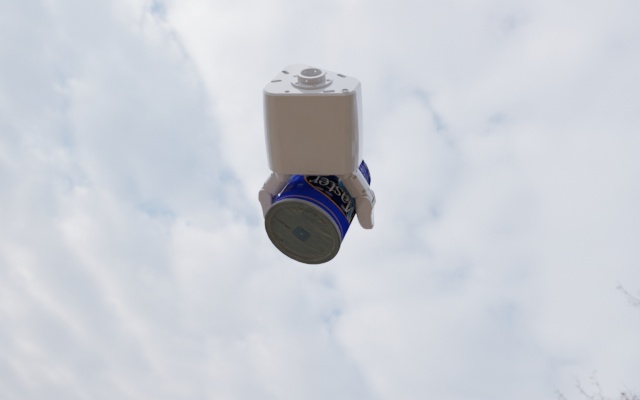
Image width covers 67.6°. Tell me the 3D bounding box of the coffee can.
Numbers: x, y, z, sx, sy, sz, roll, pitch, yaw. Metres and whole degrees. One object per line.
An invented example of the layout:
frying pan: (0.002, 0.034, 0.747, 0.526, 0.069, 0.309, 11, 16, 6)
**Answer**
coffee can: (0.000, 0.002, 0.645, 0.103, 0.103, 0.140, 0, 36, 25)
